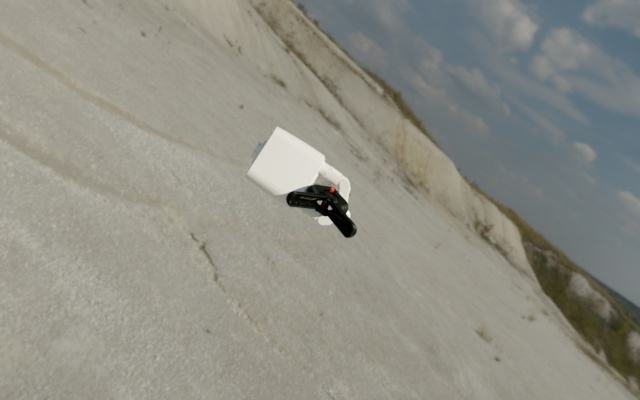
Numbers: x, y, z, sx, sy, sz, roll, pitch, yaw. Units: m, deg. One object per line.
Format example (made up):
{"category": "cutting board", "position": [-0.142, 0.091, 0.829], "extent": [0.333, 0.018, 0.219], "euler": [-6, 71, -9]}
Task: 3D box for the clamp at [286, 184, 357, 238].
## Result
{"category": "clamp", "position": [0.001, 0.002, 0.800], "extent": [0.120, 0.039, 0.171], "euler": [33, 11, -11]}
